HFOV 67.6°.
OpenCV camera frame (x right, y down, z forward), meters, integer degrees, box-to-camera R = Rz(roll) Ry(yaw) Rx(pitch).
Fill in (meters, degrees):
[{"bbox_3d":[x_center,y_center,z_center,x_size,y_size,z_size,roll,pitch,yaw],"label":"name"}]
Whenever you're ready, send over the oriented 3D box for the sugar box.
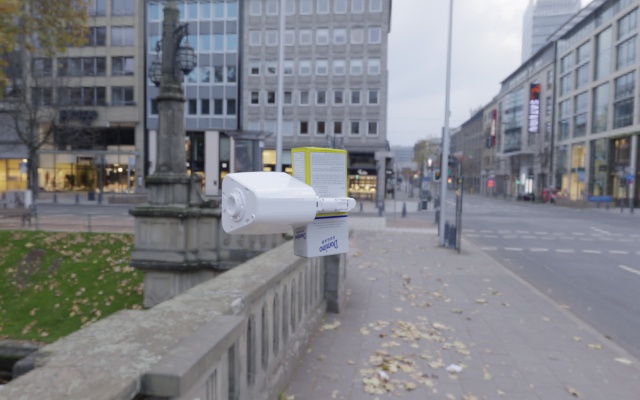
[{"bbox_3d":[0.000,0.002,0.793,0.093,0.176,0.048,-1,4,-40],"label":"sugar box"}]
